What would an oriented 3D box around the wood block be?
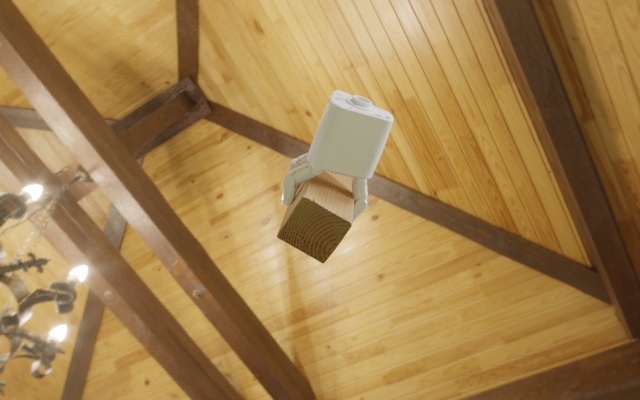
[{"bbox_3d":[0.001,0.002,0.826,0.091,0.090,0.206,30,26,-8],"label":"wood block"}]
